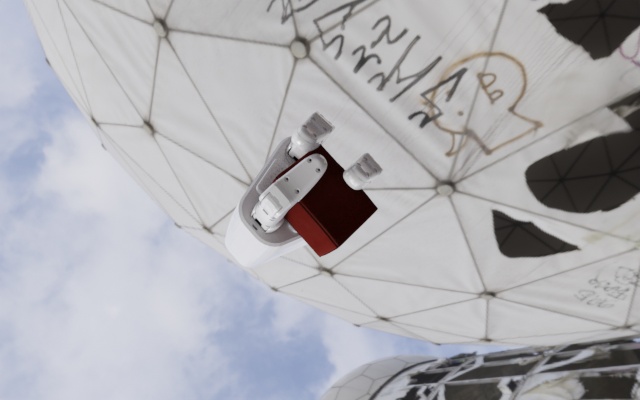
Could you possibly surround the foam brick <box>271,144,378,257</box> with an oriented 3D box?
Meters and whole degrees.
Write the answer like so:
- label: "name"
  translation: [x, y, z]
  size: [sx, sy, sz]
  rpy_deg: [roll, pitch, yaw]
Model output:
- label: "foam brick"
  translation: [0.000, 0.002, 0.415]
  size: [0.053, 0.078, 0.051]
  rpy_deg: [-40, -3, -25]
